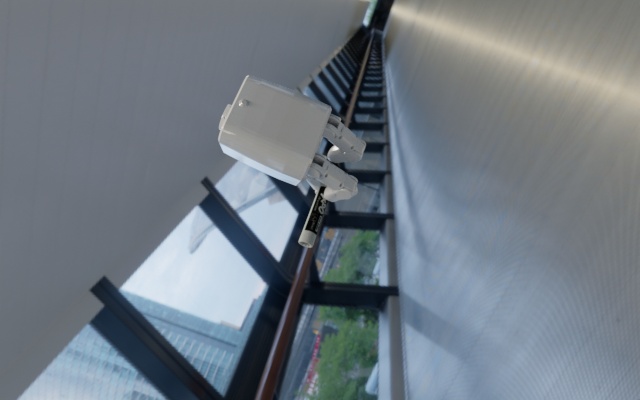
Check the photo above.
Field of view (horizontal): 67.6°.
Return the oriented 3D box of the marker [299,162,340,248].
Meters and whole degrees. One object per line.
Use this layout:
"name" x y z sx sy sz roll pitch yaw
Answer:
"marker" 0.000 0.002 0.609 0.020 0.121 0.020 17 -23 7
